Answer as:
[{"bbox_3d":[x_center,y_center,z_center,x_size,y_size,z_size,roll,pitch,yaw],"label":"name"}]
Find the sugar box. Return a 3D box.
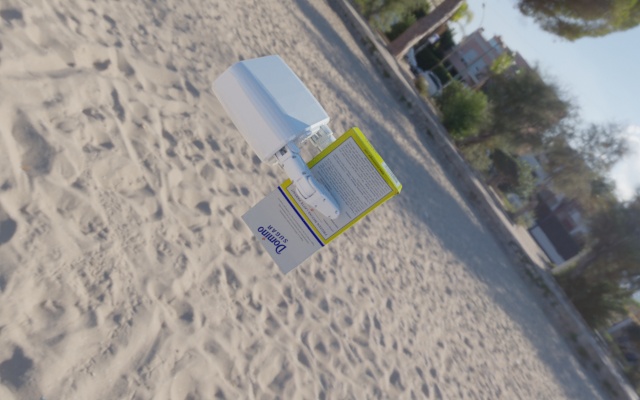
[{"bbox_3d":[0.000,0.002,0.577,0.176,0.093,0.048,-37,-1,18],"label":"sugar box"}]
